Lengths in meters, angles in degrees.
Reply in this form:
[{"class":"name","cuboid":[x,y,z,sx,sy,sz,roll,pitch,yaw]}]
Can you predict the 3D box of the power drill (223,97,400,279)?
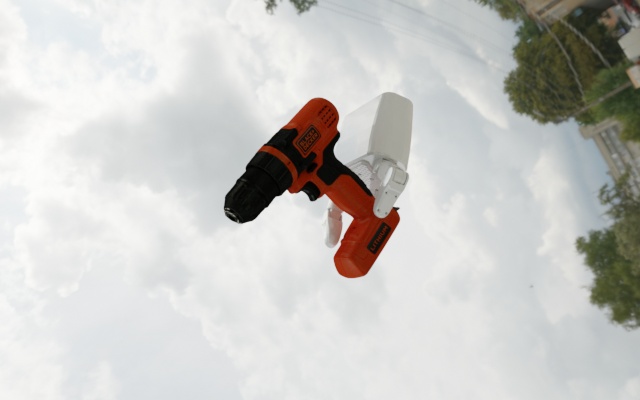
[{"class":"power drill","cuboid":[0.000,0.002,0.546,0.057,0.188,0.184,-4,41,53]}]
